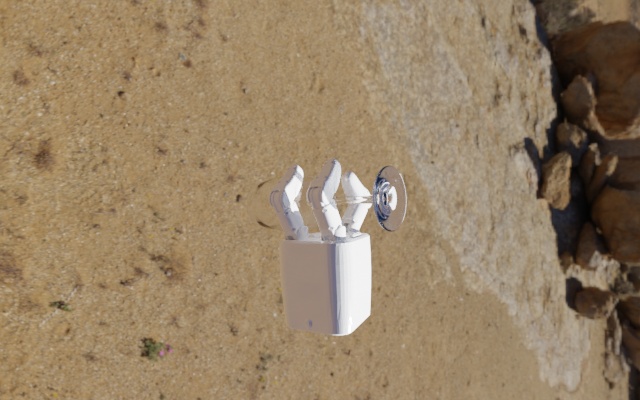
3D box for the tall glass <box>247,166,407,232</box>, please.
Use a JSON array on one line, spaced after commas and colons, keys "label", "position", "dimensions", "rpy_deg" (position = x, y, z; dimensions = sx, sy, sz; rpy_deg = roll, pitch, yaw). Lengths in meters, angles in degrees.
[{"label": "tall glass", "position": [0.001, 0.002, 0.594], "dimensions": [0.201, 0.079, 0.079], "rpy_deg": [-2, -2, 37]}]
